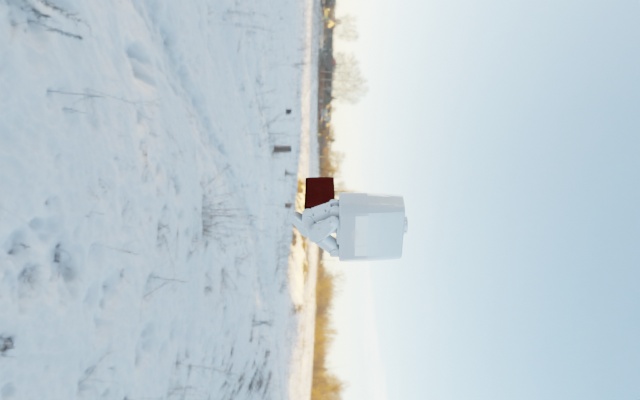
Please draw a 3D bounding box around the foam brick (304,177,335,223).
[{"bbox_3d":[0.000,0.002,0.837,0.051,0.053,0.078,-3,44,3],"label":"foam brick"}]
